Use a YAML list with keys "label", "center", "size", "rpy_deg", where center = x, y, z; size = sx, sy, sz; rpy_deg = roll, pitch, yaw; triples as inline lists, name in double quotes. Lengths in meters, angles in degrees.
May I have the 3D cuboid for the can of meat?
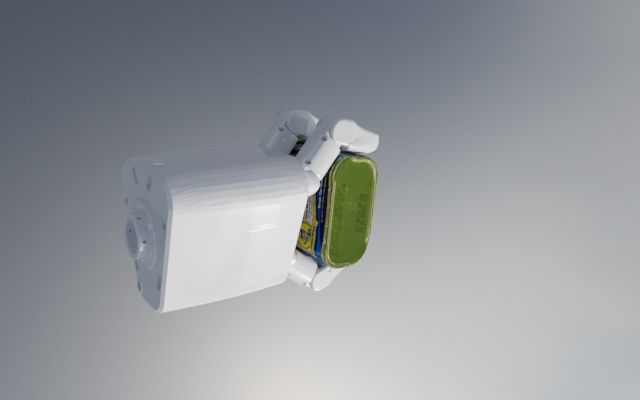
- label: "can of meat"
  center: [0.000, 0.002, 0.424]
  size: [0.057, 0.102, 0.084]
  rpy_deg: [-5, 16, -39]
